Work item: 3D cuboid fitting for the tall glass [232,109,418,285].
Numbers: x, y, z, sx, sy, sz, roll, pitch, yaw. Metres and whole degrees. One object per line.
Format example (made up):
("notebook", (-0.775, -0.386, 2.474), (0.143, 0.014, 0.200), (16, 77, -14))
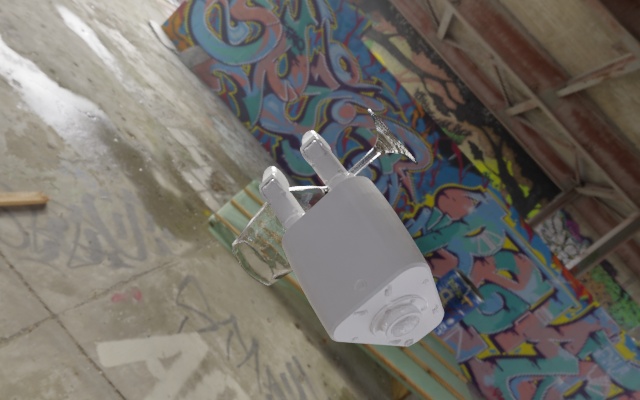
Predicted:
("tall glass", (0.001, 0.001, 0.494), (0.201, 0.079, 0.079), (-42, -10, 11))
